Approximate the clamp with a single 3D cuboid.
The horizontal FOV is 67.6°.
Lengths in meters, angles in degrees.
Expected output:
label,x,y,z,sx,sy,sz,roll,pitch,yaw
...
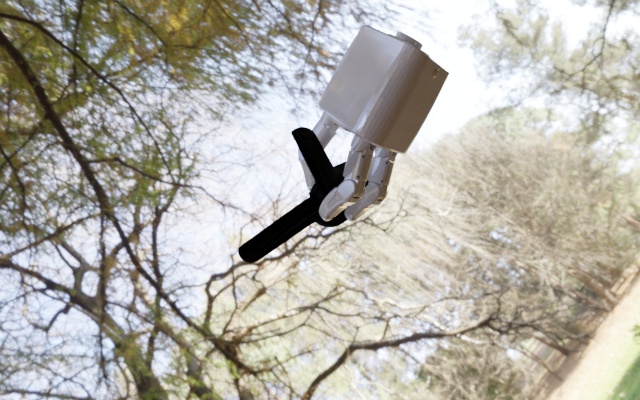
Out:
label,x,y,z,sx,sy,sz,roll,pitch,yaw
clamp,0.000,0.001,0.567,0.036,0.164,0.210,42,20,29
